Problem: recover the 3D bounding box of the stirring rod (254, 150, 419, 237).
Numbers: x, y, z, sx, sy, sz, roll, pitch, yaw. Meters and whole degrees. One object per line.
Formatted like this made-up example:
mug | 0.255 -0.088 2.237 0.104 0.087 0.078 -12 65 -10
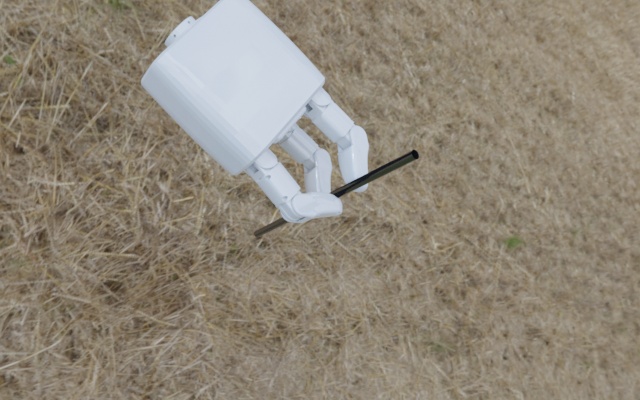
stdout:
stirring rod | 0.000 0.002 0.452 0.011 0.011 0.239 0 -18 -39
